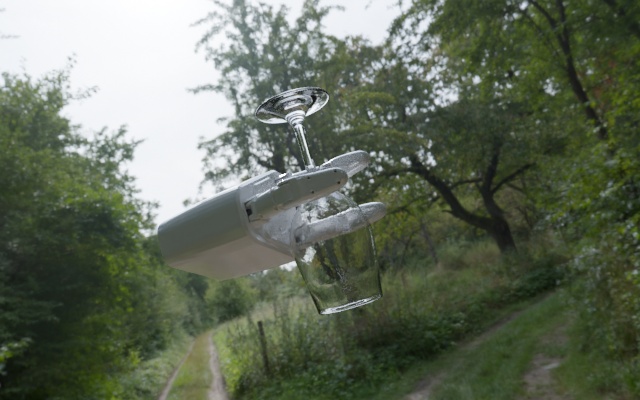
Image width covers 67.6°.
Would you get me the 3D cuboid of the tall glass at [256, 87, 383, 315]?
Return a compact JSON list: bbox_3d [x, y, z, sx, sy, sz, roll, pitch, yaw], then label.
[{"bbox_3d":[0.000,0.001,0.451,0.079,0.201,0.079,-16,-9,-3],"label":"tall glass"}]
